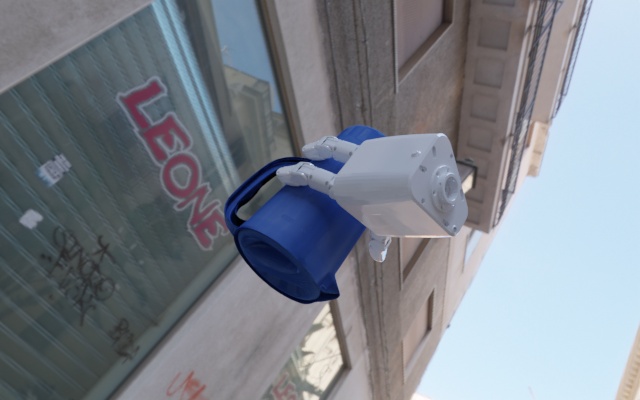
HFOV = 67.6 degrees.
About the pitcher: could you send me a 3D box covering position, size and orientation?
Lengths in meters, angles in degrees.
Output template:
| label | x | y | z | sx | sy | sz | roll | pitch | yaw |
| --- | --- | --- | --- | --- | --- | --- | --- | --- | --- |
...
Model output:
| label | x | y | z | sx | sy | sz | roll | pitch | yaw |
| --- | --- | --- | --- | --- | --- | --- | --- | --- | --- |
| pitcher | 0.000 | 0.002 | 0.643 | 0.145 | 0.149 | 0.242 | 0 | 41 | 48 |
